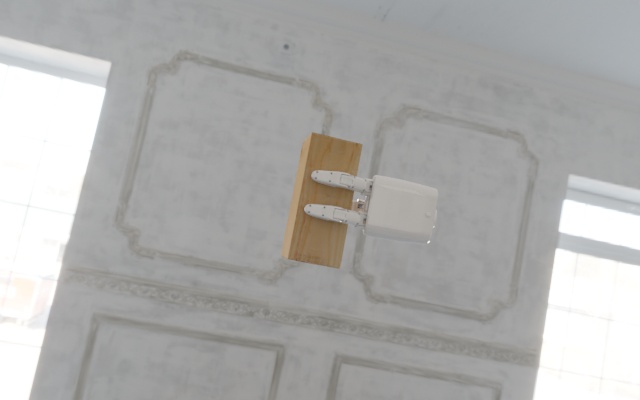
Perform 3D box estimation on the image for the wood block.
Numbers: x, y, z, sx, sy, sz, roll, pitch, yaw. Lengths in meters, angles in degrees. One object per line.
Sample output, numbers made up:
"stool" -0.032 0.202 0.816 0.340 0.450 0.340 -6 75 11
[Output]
"wood block" 0.000 0.003 0.806 0.090 0.206 0.091 12 -6 -10
